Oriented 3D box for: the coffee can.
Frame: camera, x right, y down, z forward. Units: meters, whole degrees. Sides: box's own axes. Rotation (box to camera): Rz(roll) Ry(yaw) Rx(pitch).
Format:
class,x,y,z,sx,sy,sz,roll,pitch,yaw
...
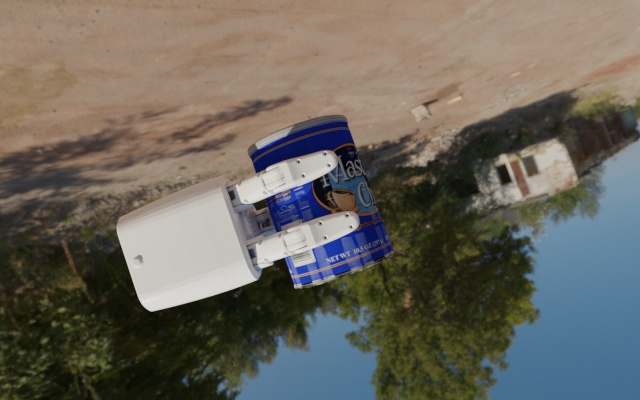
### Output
class,x,y,z,sx,sy,sz,roll,pitch,yaw
coffee can,0.000,0.001,0.465,0.103,0.140,0.103,-19,-3,-1
